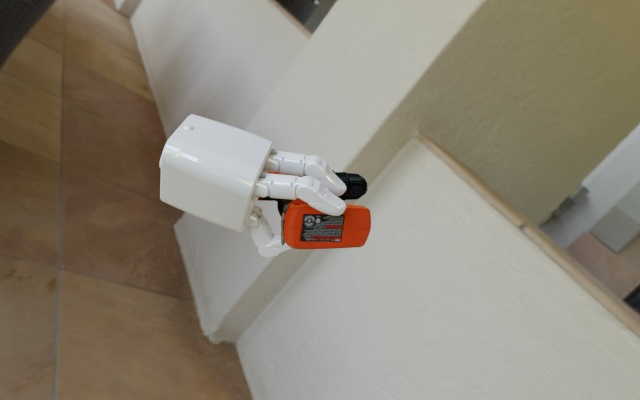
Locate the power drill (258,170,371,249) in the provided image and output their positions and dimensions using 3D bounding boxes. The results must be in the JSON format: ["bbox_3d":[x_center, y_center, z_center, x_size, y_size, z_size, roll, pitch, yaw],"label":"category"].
[{"bbox_3d":[0.000,0.002,0.639,0.184,0.057,0.187,-1,19,-16],"label":"power drill"}]
